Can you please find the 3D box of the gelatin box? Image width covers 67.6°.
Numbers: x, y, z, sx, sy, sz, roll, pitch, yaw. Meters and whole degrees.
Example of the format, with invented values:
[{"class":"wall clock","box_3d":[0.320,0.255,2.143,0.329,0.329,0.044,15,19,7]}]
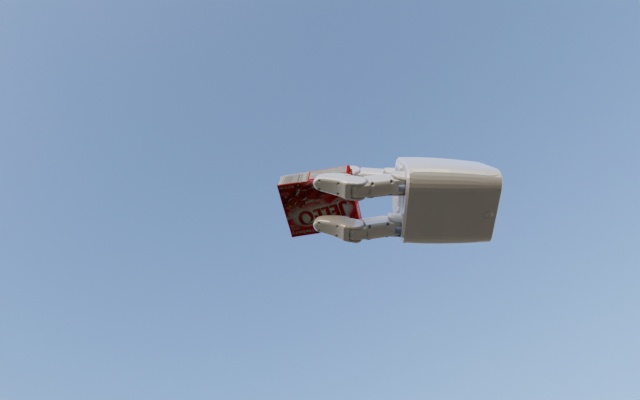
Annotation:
[{"class":"gelatin box","box_3d":[0.000,0.002,0.573,0.089,0.073,0.030,-8,27,11]}]
